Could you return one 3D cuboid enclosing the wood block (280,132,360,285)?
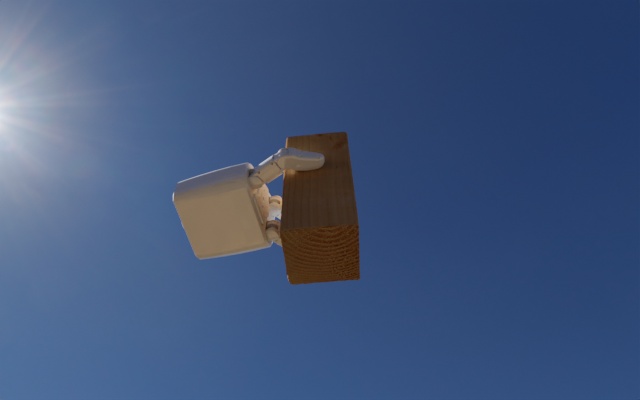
[{"bbox_3d":[0.000,0.002,0.632,0.090,0.091,0.206,-5,38,2],"label":"wood block"}]
